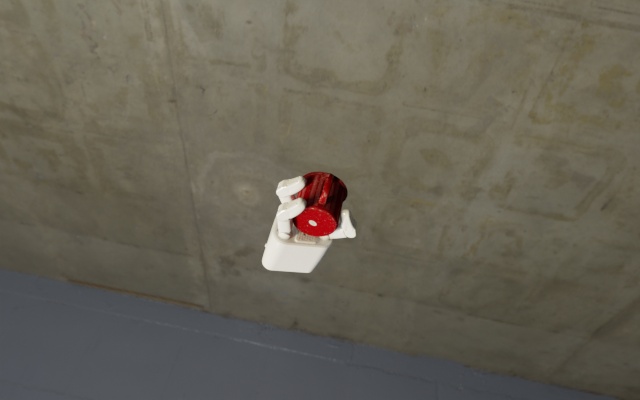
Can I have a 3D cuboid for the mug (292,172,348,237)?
[{"bbox_3d":[0.001,0.002,0.832,0.093,0.081,0.117,20,-41,-7],"label":"mug"}]
